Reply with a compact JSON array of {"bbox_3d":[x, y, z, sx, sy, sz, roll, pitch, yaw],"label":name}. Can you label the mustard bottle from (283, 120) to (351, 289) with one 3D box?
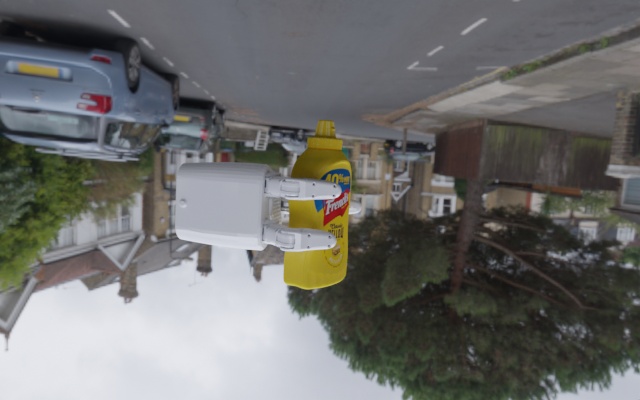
[{"bbox_3d":[0.000,0.002,0.565,0.058,0.191,0.096,7,7,35],"label":"mustard bottle"}]
